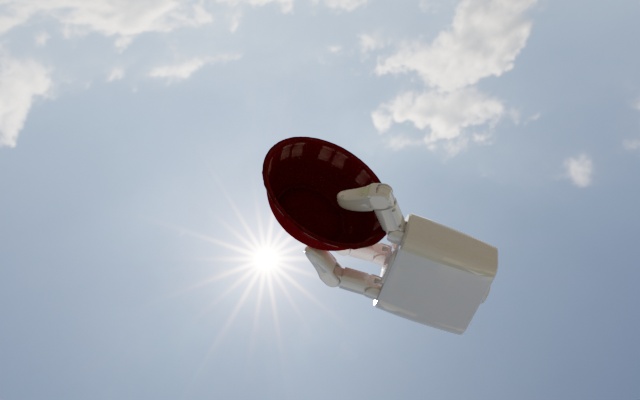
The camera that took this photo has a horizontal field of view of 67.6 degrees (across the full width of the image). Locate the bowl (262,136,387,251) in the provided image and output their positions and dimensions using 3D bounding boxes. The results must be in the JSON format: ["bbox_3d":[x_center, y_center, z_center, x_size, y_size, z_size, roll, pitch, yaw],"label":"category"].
[{"bbox_3d":[-0.001,0.001,0.551,0.162,0.162,0.055,0,-38,-33],"label":"bowl"}]
